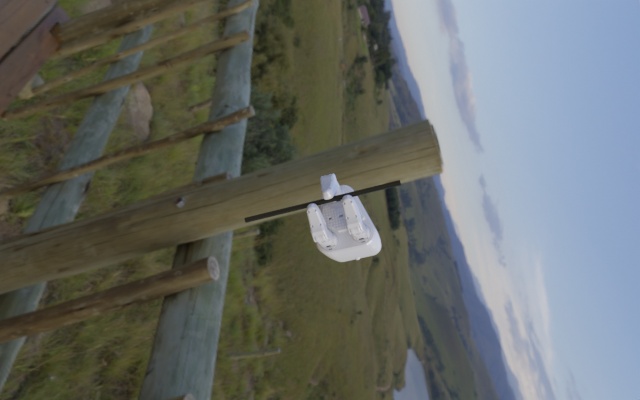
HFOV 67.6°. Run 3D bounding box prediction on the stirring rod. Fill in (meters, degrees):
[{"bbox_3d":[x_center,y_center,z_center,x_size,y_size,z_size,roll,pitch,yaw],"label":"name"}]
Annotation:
[{"bbox_3d":[0.000,0.002,0.708,0.239,0.011,0.011,-14,-3,11],"label":"stirring rod"}]
